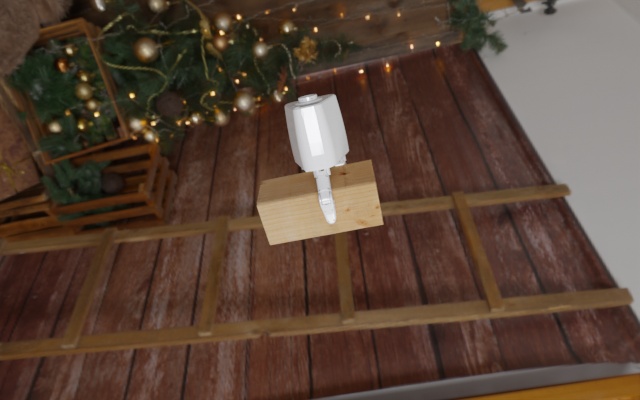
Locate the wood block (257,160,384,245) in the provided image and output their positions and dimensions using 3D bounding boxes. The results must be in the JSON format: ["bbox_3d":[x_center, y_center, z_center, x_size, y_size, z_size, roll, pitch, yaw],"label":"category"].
[{"bbox_3d":[0.000,0.003,0.856,0.206,0.090,0.090,-11,30,6],"label":"wood block"}]
